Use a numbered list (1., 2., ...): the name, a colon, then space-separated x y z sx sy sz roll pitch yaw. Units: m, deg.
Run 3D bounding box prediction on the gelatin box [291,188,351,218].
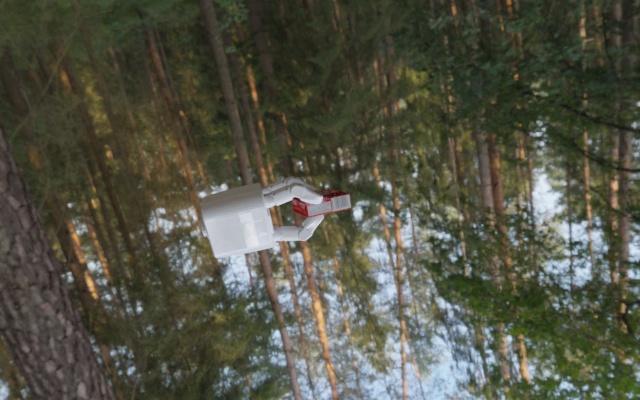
1. gelatin box: 0.001 0.003 0.869 0.089 0.030 0.073 -12 13 -20
